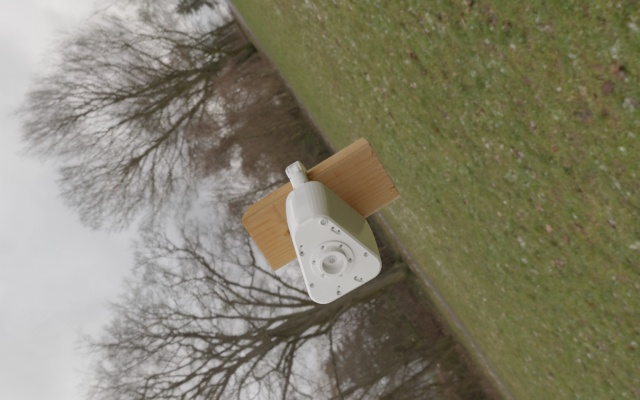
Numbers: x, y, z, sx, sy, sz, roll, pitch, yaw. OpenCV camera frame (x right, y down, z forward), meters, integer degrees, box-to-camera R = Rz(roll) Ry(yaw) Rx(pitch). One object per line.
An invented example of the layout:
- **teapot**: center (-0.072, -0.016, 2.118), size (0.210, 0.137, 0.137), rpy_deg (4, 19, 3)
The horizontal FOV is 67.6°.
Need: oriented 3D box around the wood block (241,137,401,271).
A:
- **wood block**: center (0.000, 0.002, 0.694), size (0.206, 0.091, 0.090), rpy_deg (-31, 11, 6)
